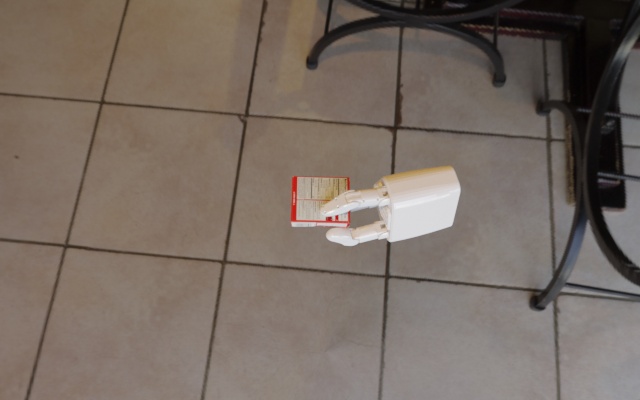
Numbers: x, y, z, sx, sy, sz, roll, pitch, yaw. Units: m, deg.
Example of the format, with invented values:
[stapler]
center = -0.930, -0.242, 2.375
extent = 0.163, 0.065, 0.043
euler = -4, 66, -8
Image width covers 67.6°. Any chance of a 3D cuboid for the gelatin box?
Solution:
[gelatin box]
center = 0.000, 0.002, 0.721
extent = 0.089, 0.073, 0.030
euler = 1, -18, -3
